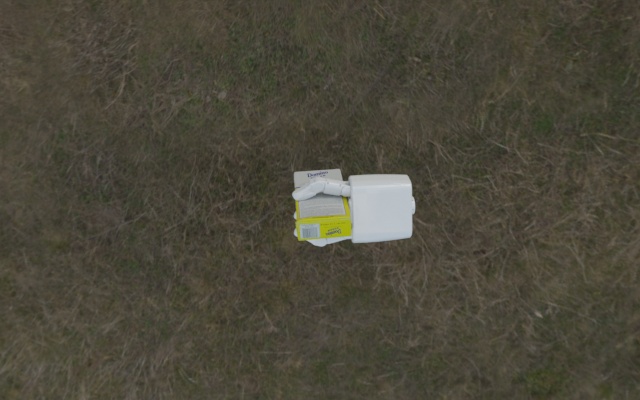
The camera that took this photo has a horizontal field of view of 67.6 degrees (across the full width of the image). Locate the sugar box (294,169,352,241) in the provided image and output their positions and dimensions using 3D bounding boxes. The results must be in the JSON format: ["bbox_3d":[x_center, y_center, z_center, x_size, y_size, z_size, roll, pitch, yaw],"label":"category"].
[{"bbox_3d":[0.000,0.003,0.865,0.093,0.048,0.176,-4,29,-1],"label":"sugar box"}]
